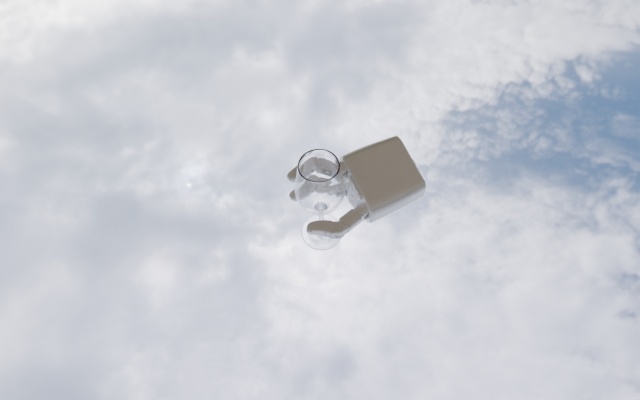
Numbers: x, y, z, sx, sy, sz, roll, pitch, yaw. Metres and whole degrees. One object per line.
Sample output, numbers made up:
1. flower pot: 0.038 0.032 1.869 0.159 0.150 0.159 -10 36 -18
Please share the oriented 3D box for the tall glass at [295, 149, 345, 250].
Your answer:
1. tall glass: 0.000 0.003 0.773 0.079 0.079 0.201 0 -32 2
